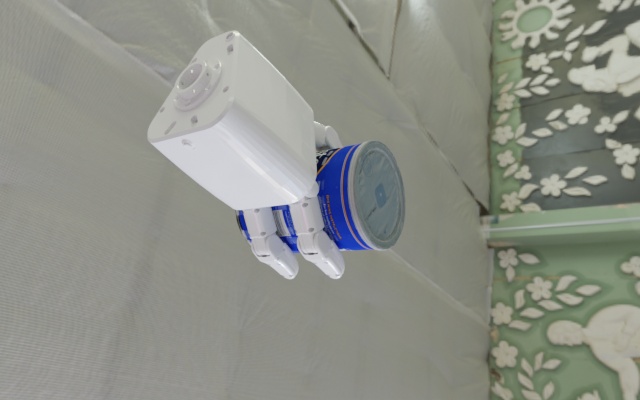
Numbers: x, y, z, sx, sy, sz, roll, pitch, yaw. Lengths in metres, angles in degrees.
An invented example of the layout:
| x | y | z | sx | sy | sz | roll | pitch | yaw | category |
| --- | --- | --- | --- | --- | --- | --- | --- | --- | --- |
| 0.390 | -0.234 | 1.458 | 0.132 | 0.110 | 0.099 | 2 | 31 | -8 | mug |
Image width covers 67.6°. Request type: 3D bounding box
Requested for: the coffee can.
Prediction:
| x | y | z | sx | sy | sz | roll | pitch | yaw | category |
| --- | --- | --- | --- | --- | --- | --- | --- | --- | --- |
| 0.000 | 0.002 | 0.481 | 0.140 | 0.103 | 0.103 | -7 | -4 | 34 | coffee can |
